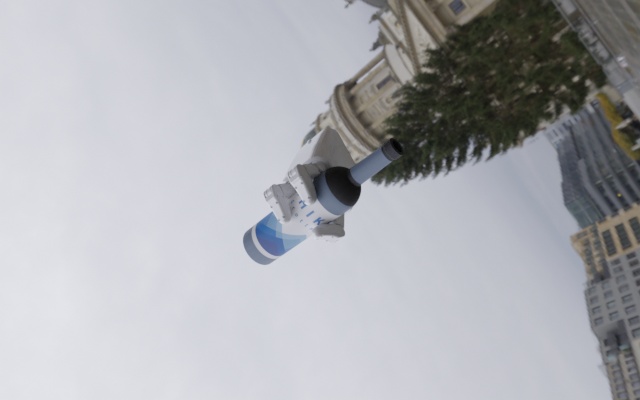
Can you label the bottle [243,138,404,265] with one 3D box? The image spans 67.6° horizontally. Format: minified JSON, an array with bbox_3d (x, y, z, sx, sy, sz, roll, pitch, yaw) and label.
[{"bbox_3d":[0.000,0.003,0.706,0.296,0.069,0.069,-36,-21,32],"label":"bottle"}]
